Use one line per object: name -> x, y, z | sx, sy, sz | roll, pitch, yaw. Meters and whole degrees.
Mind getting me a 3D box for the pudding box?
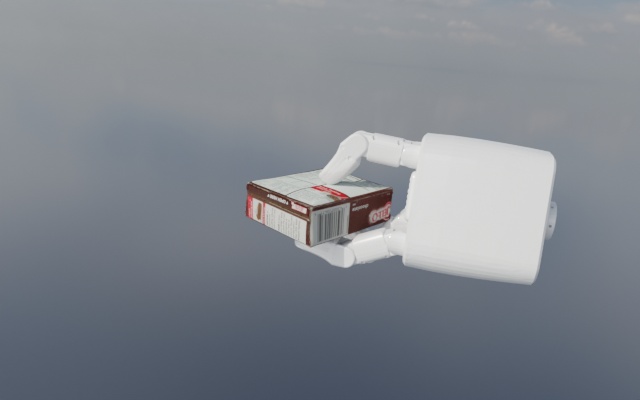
pudding box -> 0.000, 0.001, 0.452 | 0.090, 0.039, 0.113 | 20, 22, 41
